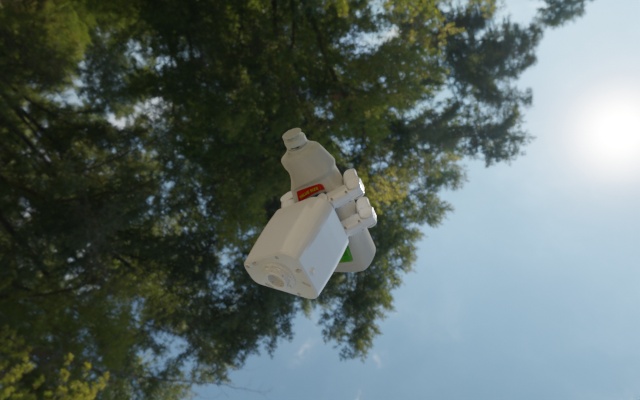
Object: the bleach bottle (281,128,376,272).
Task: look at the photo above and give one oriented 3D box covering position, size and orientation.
[{"bbox_3d":[0.000,0.002,0.732,0.102,0.251,0.068,-2,39,33],"label":"bleach bottle"}]
